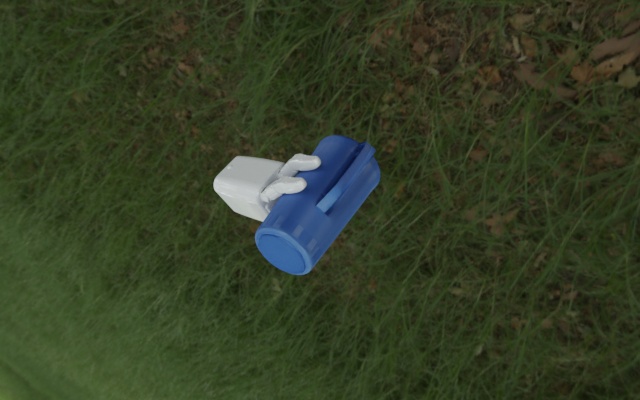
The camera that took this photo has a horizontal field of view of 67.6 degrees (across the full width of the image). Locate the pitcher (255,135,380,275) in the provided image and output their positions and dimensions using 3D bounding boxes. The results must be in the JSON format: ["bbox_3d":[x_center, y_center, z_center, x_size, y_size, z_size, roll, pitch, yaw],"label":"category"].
[{"bbox_3d":[0.000,0.003,0.817,0.145,0.149,0.242,14,49,28],"label":"pitcher"}]
